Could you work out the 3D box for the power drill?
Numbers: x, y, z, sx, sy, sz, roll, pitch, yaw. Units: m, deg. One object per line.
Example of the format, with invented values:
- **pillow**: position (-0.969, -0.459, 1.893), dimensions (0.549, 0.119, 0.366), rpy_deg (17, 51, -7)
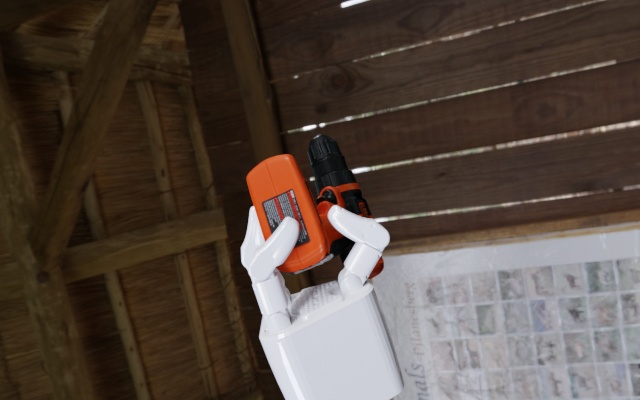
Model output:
- **power drill**: position (0.000, 0.002, 0.509), dimensions (0.057, 0.184, 0.187), rpy_deg (-26, -13, 22)
